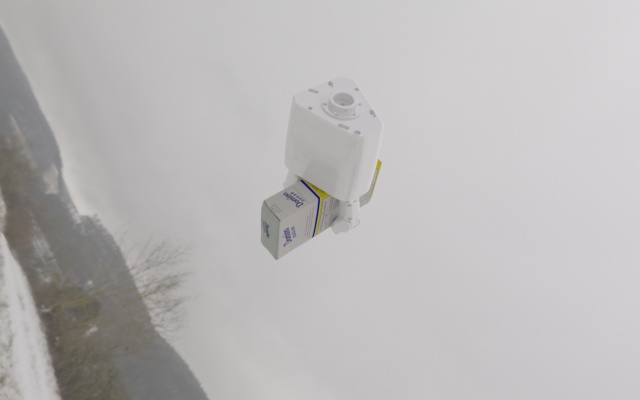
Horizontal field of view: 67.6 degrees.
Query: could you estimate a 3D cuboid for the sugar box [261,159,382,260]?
[{"bbox_3d":[0.000,0.002,0.655,0.176,0.048,0.093,-27,-31,-28],"label":"sugar box"}]
